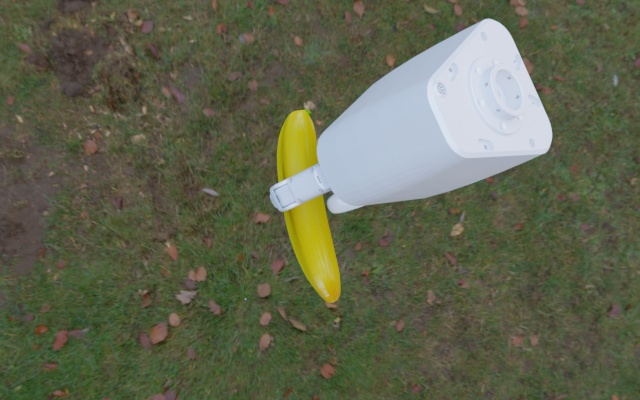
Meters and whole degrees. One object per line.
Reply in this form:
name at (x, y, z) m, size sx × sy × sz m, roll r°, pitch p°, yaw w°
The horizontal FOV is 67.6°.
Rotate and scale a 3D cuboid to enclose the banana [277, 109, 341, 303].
banana at (-0.010, -0.004, 0.444) m, size 0.037 × 0.197 × 0.069 m, roll -14°, pitch -14°, yaw 30°
